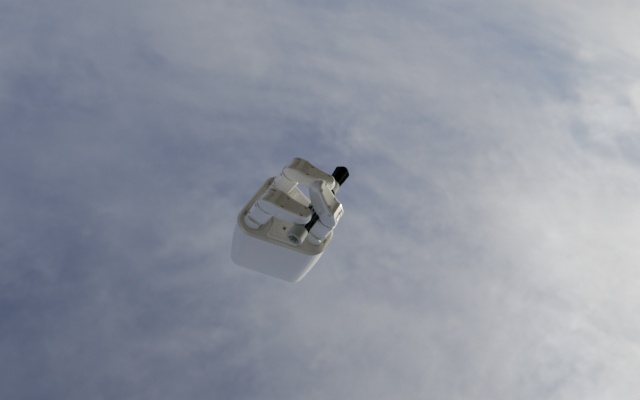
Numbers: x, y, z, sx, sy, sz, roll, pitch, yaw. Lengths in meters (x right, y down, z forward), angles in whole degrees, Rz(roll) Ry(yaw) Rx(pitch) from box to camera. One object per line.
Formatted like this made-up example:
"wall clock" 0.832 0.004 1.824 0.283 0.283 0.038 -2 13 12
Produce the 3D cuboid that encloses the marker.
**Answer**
"marker" 0.000 0.002 0.548 0.020 0.020 0.121 0 42 40
